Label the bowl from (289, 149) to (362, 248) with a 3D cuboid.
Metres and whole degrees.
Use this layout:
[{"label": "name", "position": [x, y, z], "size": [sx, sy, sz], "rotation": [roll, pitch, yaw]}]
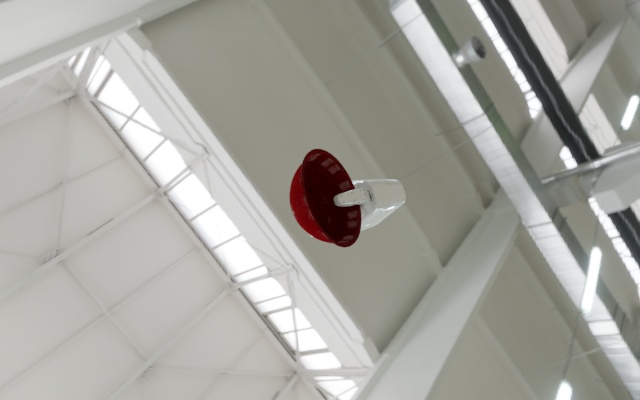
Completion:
[{"label": "bowl", "position": [-0.001, 0.002, 0.757], "size": [0.055, 0.162, 0.162], "rotation": [-21, -11, 30]}]
